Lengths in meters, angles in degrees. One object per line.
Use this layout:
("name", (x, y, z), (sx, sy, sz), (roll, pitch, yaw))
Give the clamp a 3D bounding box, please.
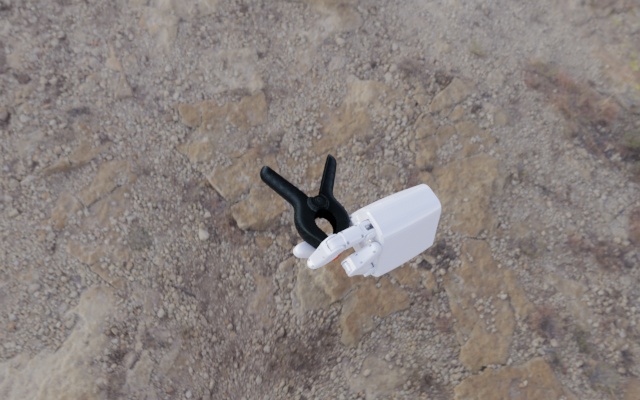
("clamp", (0.000, 0.002, 0.690), (0.120, 0.171, 0.039), (-24, -22, -20))
